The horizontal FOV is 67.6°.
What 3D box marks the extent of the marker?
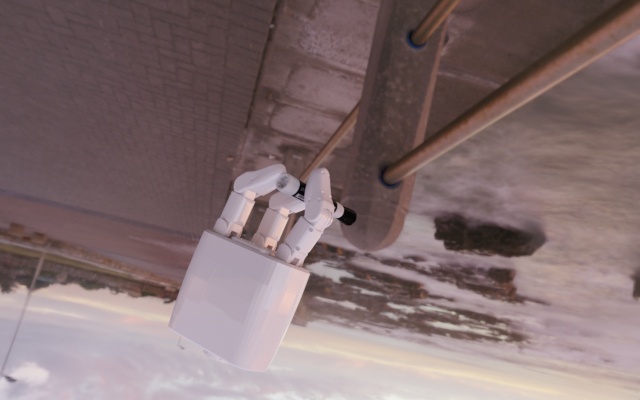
[{"bbox_3d":[0.000,0.002,0.505,0.020,0.020,0.121,0,-19,40],"label":"marker"}]
